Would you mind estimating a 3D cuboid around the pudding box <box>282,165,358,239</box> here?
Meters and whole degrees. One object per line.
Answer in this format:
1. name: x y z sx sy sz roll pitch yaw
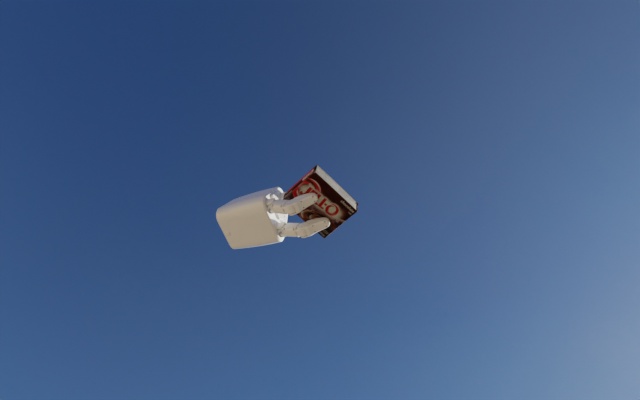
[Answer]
1. pudding box: 0.000 0.003 0.887 0.090 0.113 0.039 -41 18 27
